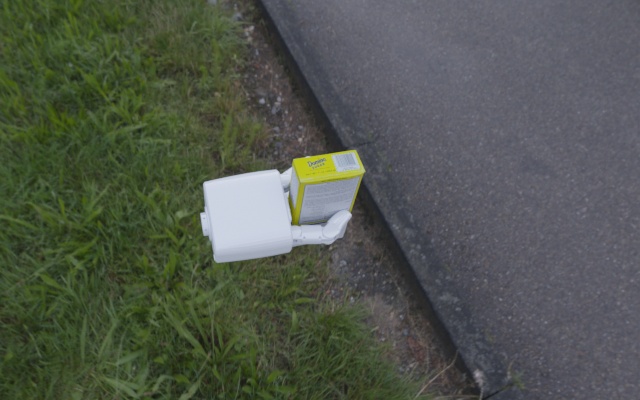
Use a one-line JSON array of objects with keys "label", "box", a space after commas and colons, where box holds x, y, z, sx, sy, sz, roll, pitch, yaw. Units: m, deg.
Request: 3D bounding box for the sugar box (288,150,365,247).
[{"label": "sugar box", "box": [0.000, 0.002, 0.701, 0.093, 0.048, 0.176, -9, -30, -16]}]
